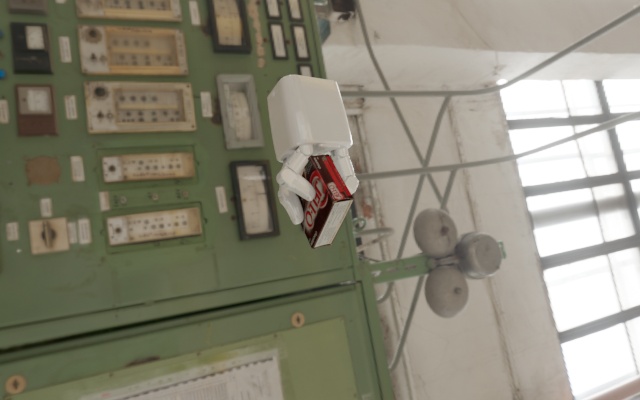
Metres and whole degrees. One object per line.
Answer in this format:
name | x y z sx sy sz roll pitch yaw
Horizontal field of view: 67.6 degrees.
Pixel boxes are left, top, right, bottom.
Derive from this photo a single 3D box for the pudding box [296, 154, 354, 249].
pudding box | 0.000 0.002 0.700 0.039 0.090 0.114 -9 -37 -25
